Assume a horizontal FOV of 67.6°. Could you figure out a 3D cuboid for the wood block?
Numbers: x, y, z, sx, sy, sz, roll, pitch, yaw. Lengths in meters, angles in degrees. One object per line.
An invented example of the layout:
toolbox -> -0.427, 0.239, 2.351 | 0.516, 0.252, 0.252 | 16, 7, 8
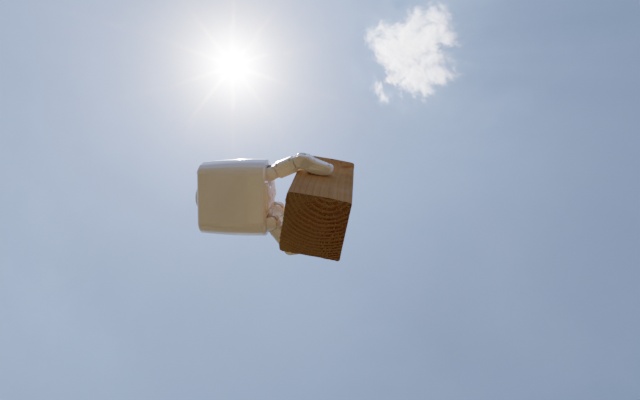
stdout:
wood block -> 0.000, 0.002, 0.743 | 0.090, 0.091, 0.206 | 10, 20, 1
